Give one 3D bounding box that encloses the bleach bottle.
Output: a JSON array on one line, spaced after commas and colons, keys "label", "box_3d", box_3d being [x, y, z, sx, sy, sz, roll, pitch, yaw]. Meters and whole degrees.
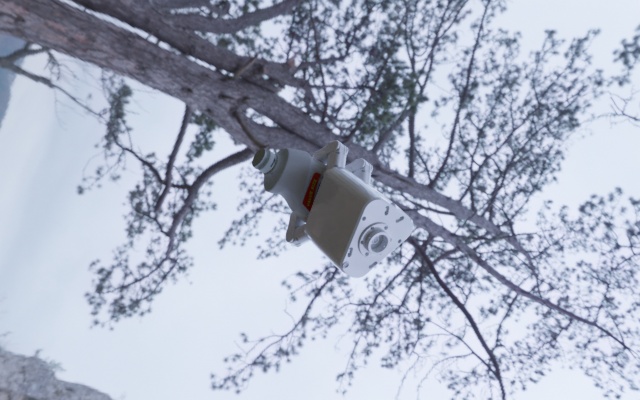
[{"label": "bleach bottle", "box_3d": [0.000, 0.002, 0.712, 0.251, 0.102, 0.068, 31, 6, -35]}]
